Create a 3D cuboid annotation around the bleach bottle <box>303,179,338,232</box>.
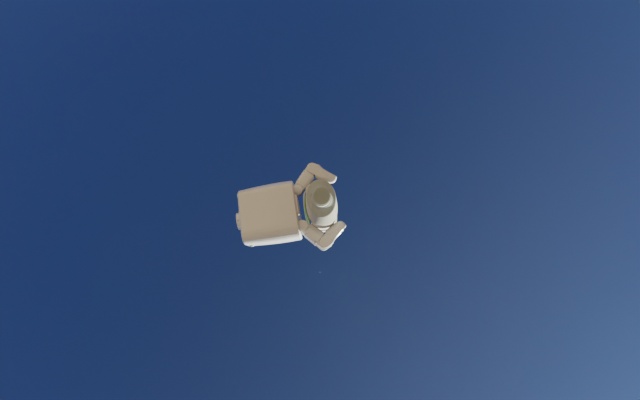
[{"bbox_3d":[0.000,0.003,0.892,0.068,0.102,0.251,-8,-8,-1],"label":"bleach bottle"}]
